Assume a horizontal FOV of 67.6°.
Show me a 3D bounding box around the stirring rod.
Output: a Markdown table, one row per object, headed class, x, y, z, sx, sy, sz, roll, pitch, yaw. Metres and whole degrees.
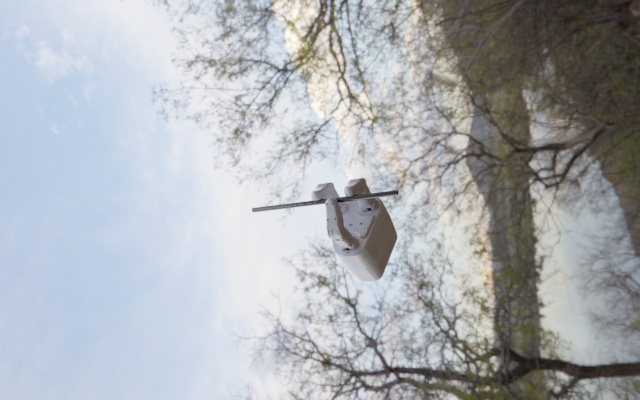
| class | x | y | z | sx | sy | sz | roll | pitch | yaw |
| --- | --- | --- | --- | --- | --- | --- | --- | --- | --- |
| stirring rod | 0.000 | 0.002 | 0.723 | 0.239 | 0.011 | 0.011 | -7 | -3 | 24 |
